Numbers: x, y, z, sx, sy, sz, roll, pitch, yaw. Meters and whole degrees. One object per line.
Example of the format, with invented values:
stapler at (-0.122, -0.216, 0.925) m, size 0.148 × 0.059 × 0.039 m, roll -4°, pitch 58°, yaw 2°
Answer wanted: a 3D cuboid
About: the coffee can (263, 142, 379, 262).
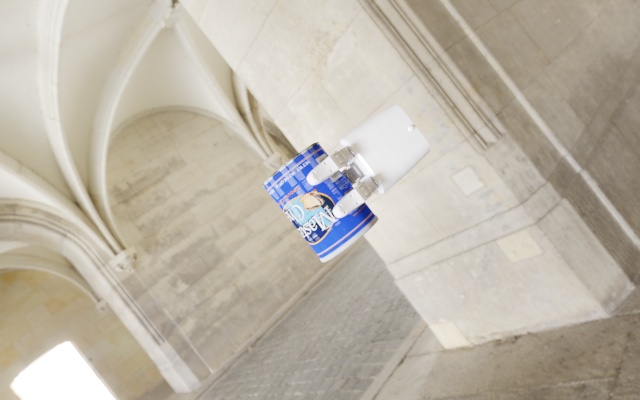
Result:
coffee can at (0.000, 0.002, 0.684) m, size 0.103 × 0.140 × 0.103 m, roll -38°, pitch 0°, yaw 0°
